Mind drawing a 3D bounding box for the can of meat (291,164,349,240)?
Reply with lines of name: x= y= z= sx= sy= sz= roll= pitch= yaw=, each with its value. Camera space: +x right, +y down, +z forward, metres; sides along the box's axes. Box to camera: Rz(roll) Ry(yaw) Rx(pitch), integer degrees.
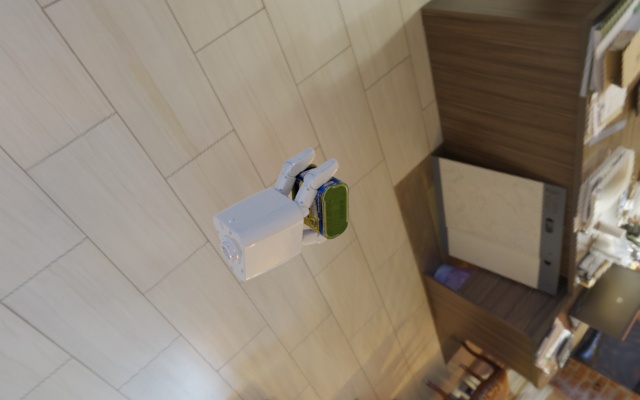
can of meat: x=0.000 y=0.003 z=0.776 sx=0.057 sy=0.102 sz=0.084 roll=-23 pitch=36 yaw=-31
